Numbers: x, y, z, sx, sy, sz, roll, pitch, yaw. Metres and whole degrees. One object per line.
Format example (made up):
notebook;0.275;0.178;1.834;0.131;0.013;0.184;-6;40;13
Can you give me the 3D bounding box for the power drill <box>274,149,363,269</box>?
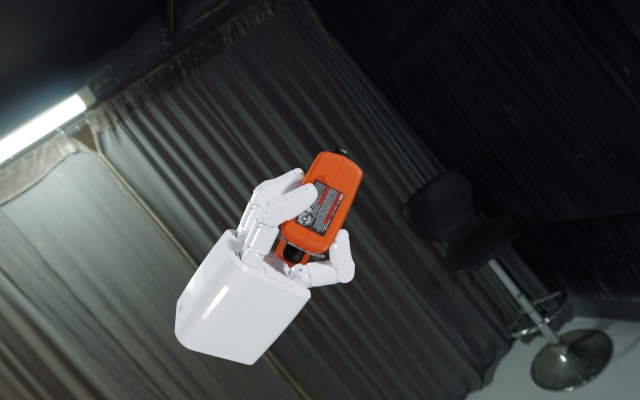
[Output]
power drill;0.000;0.002;0.580;0.057;0.184;0.188;24;-11;-1
